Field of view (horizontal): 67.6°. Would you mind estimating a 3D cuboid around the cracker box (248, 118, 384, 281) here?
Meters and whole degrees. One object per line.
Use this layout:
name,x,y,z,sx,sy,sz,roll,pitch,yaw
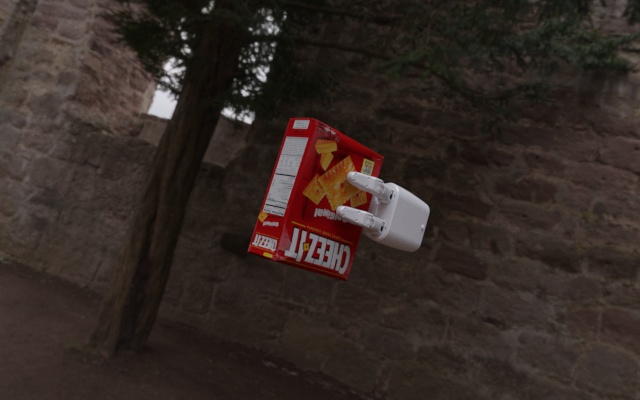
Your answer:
cracker box,0.000,0.002,0.737,0.164,0.213,0.072,23,-9,-42
